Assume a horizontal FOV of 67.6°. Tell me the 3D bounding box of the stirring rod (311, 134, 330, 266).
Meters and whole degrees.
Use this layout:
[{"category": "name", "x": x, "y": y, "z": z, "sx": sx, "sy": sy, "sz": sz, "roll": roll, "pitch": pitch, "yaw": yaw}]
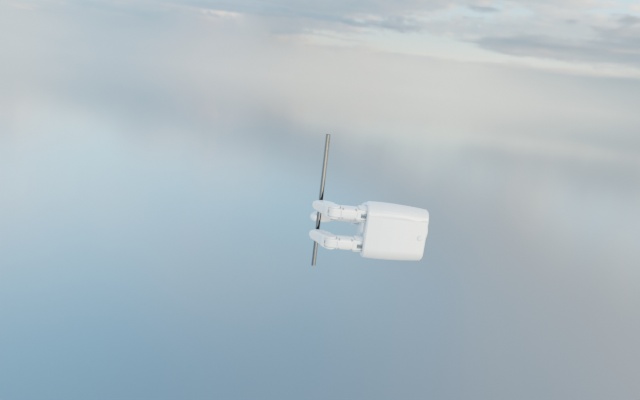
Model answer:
[{"category": "stirring rod", "x": 0.000, "y": 0.003, "z": 0.847, "sx": 0.011, "sy": 0.239, "sz": 0.011, "roll": 6, "pitch": 14, "yaw": -2}]
